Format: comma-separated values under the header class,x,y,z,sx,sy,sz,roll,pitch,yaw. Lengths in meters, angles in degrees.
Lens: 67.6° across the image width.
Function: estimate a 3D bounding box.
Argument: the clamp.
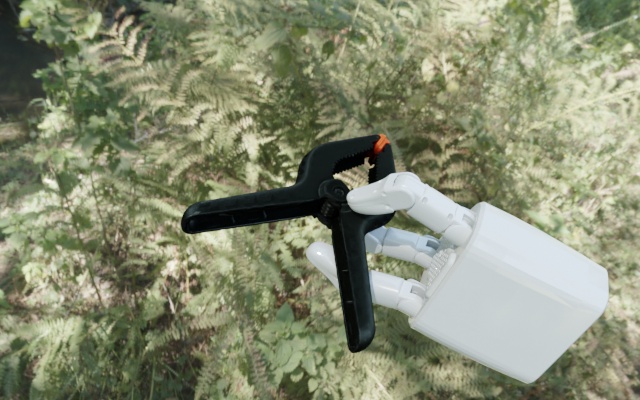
class,x,y,z,sx,sy,sz,roll,pitch,yaw
clamp,0.001,0.001,0.402,0.164,0.210,0.036,30,-42,2
